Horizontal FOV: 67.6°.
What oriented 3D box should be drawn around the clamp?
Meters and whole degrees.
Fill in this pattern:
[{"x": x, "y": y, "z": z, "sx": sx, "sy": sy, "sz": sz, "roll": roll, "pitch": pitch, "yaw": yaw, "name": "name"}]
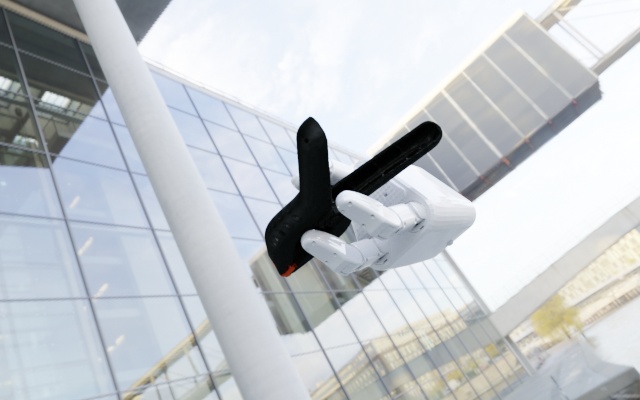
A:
[{"x": 0.000, "y": 0.001, "z": 0.433, "sx": 0.164, "sy": 0.036, "sz": 0.210, "roll": 0, "pitch": -41, "yaw": -48, "name": "clamp"}]
